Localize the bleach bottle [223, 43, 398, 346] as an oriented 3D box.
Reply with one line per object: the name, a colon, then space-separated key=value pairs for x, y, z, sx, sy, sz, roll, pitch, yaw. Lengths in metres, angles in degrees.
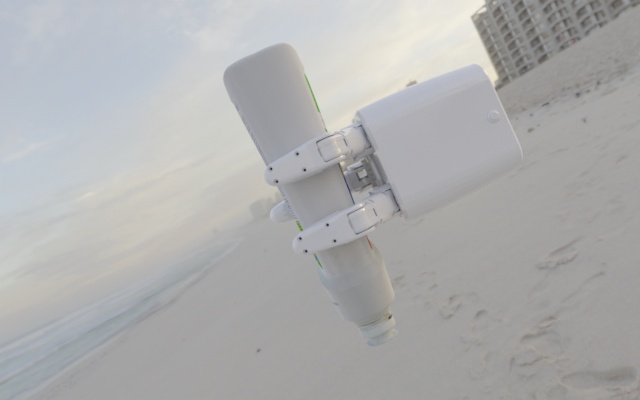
bleach bottle: x=0.000 y=0.001 z=0.407 sx=0.068 sy=0.251 sz=0.102 roll=-24 pitch=1 yaw=-1
